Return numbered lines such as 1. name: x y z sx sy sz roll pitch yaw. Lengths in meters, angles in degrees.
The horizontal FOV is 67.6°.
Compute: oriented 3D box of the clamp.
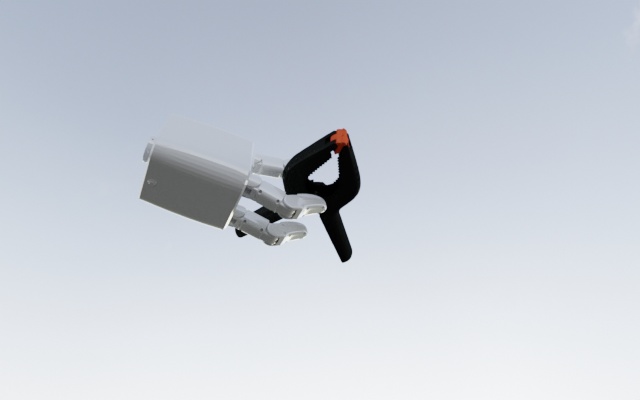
1. clamp: 0.000 0.001 0.598 0.164 0.036 0.210 19 -48 -16
